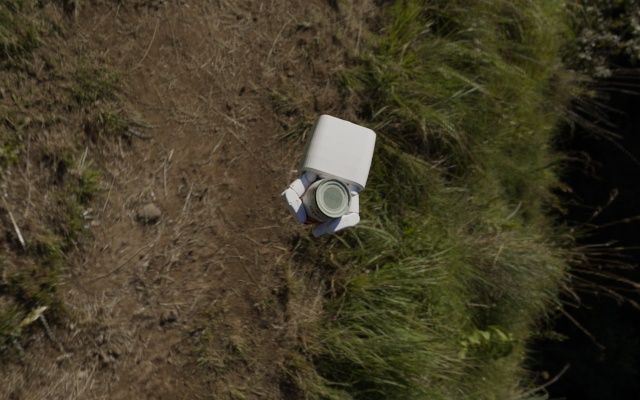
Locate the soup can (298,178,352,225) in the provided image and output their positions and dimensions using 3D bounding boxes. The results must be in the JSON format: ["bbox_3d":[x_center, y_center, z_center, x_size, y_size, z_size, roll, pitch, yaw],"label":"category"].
[{"bbox_3d":[0.000,0.003,0.806,0.068,0.068,0.102,0,-8,-26],"label":"soup can"}]
